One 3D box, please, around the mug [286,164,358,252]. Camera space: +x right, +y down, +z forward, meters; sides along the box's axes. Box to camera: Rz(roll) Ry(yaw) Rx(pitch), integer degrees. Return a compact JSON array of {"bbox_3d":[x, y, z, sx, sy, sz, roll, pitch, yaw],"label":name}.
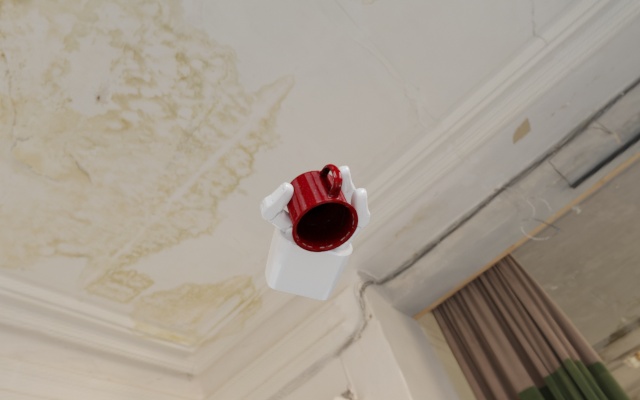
[{"bbox_3d":[0.000,0.001,0.663,0.093,0.117,0.081,4,36,-22],"label":"mug"}]
